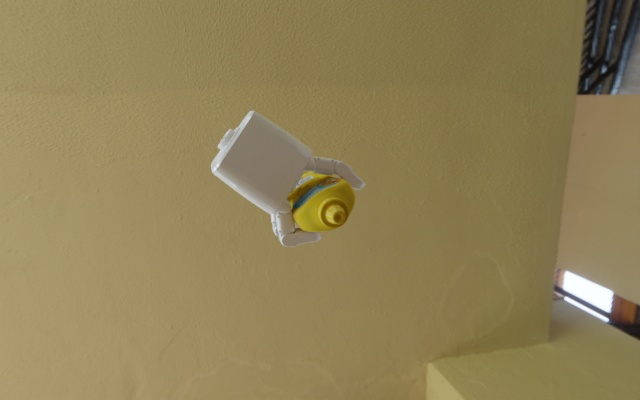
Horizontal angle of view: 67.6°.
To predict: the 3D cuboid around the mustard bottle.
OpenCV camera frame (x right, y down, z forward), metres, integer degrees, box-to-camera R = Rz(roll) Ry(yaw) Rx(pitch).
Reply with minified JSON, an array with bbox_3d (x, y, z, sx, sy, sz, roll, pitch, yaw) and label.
[{"bbox_3d":[0.000,0.003,0.708,0.096,0.058,0.191,-31,17,-7],"label":"mustard bottle"}]
